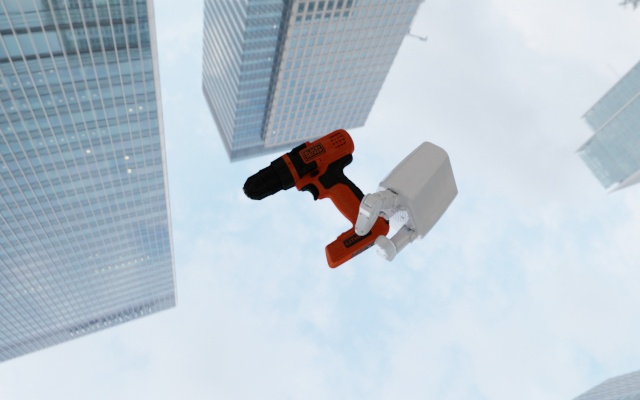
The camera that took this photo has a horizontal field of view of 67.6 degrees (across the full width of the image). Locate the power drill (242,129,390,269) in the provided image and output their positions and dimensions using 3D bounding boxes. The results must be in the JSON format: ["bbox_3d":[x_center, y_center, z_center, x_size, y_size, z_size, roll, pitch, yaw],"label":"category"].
[{"bbox_3d":[0.001,0.003,0.706,0.184,0.187,0.057,-29,-15,-7],"label":"power drill"}]
